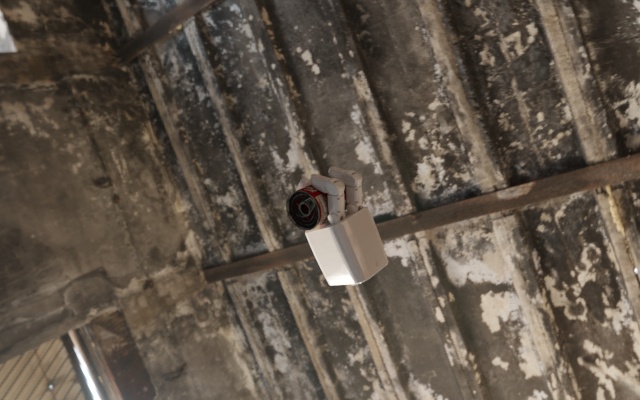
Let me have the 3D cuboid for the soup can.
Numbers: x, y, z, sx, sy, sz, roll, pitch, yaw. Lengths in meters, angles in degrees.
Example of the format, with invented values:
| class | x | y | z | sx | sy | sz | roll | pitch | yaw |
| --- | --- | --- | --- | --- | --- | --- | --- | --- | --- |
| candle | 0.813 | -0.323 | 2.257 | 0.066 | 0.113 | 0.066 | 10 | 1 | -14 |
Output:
| class | x | y | z | sx | sy | sz | roll | pitch | yaw |
| --- | --- | --- | --- | --- | --- | --- | --- | --- | --- |
| soup can | 0.000 | 0.002 | 0.805 | 0.068 | 0.068 | 0.102 | 0 | 16 | 38 |
